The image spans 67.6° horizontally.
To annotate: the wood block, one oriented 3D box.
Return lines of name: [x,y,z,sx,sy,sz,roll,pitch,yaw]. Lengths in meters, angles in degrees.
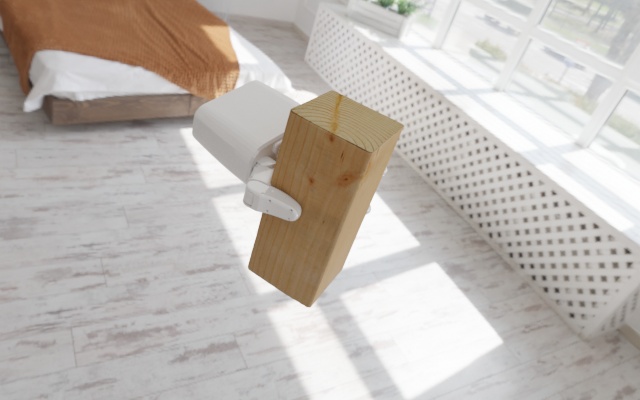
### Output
wood block: [0.000,0.002,0.516,0.090,0.206,0.090,30,35,15]
